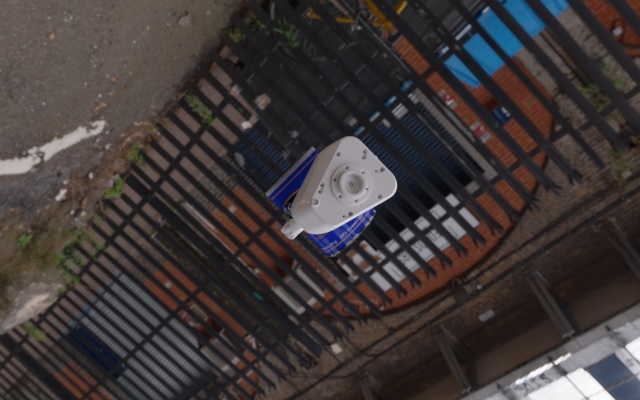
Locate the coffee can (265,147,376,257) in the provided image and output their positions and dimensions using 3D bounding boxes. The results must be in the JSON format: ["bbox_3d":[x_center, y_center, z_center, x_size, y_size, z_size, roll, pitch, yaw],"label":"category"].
[{"bbox_3d":[0.000,0.002,0.736,0.103,0.140,0.103,-44,5,5],"label":"coffee can"}]
